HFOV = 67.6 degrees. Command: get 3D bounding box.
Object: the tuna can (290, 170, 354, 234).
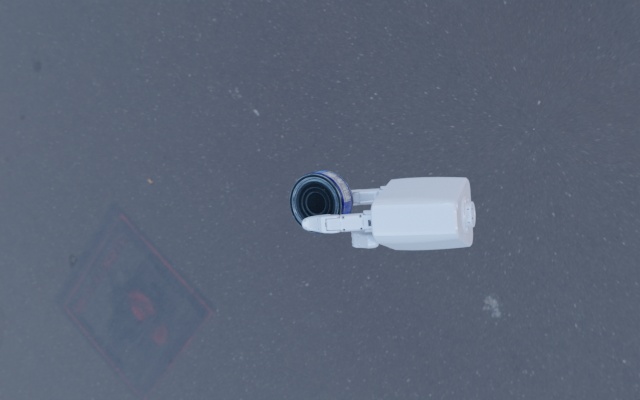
[{"bbox_3d":[0.000,0.002,0.661,0.086,0.086,0.034,0,8,30],"label":"tuna can"}]
